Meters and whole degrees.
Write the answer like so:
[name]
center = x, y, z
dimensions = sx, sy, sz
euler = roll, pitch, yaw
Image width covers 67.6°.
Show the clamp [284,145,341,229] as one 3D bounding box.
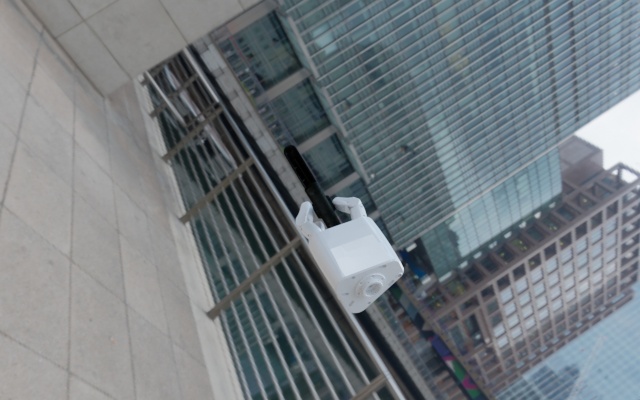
[clamp]
center = 0.001, 0.003, 0.850
dimensions = 0.036, 0.210, 0.164
euler = -30, 41, 1
